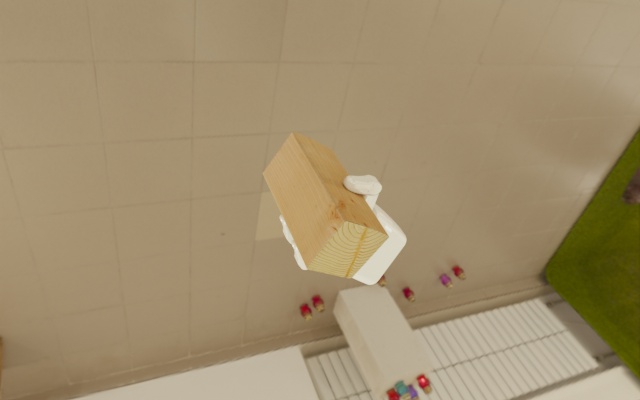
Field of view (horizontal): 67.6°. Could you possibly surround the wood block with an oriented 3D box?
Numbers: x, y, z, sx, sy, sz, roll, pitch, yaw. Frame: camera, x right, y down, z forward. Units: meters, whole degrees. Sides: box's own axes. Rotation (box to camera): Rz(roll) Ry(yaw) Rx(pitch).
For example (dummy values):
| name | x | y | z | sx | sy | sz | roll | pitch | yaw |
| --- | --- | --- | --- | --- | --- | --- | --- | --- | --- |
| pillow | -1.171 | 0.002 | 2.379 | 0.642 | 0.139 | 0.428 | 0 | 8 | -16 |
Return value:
| name | x | y | z | sx | sy | sz | roll | pitch | yaw |
| --- | --- | --- | --- | --- | --- | --- | --- | --- | --- |
| wood block | 0.001 | 0.002 | 0.703 | 0.090 | 0.091 | 0.206 | 20 | 28 | -40 |
